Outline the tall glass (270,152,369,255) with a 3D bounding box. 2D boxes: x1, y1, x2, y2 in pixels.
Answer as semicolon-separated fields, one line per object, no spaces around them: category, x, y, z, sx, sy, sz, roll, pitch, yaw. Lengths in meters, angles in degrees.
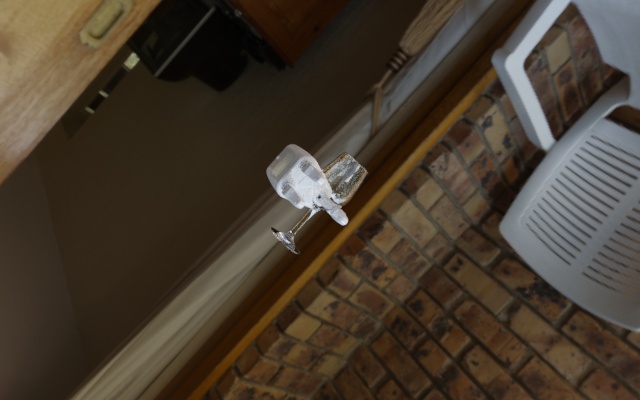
tall glass;0.000;0.004;0.894;0.079;0.201;0.079;42;3;-3
